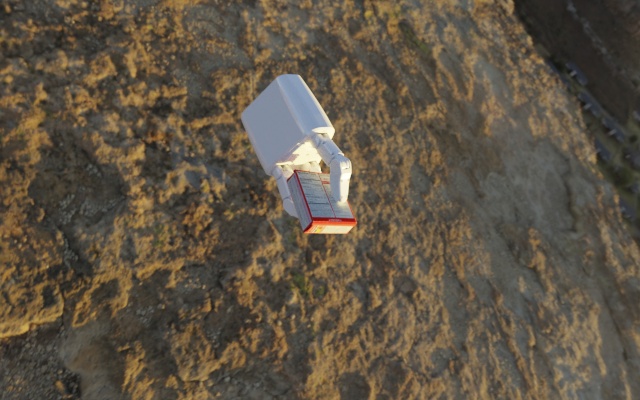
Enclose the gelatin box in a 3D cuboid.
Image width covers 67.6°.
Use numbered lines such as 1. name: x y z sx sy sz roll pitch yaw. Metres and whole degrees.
1. gelatin box: 0.000 0.002 0.653 0.073 0.089 0.030 4 -39 -35
